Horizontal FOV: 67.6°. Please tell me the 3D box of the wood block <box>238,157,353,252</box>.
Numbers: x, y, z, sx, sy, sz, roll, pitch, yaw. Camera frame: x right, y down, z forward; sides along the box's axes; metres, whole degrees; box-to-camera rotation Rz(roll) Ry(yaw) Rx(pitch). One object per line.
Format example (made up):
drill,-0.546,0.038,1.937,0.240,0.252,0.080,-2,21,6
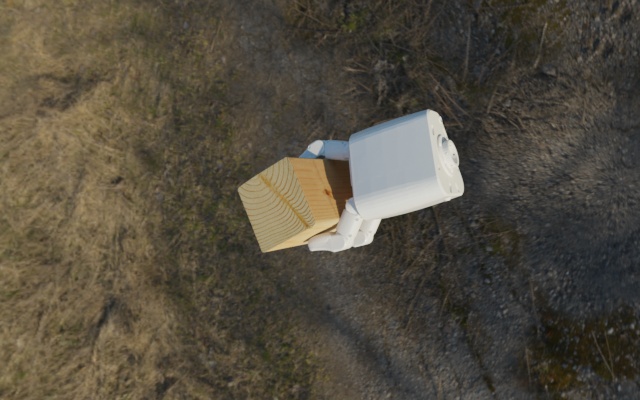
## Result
wood block,0.000,0.002,0.652,0.090,0.091,0.206,-29,-14,29
